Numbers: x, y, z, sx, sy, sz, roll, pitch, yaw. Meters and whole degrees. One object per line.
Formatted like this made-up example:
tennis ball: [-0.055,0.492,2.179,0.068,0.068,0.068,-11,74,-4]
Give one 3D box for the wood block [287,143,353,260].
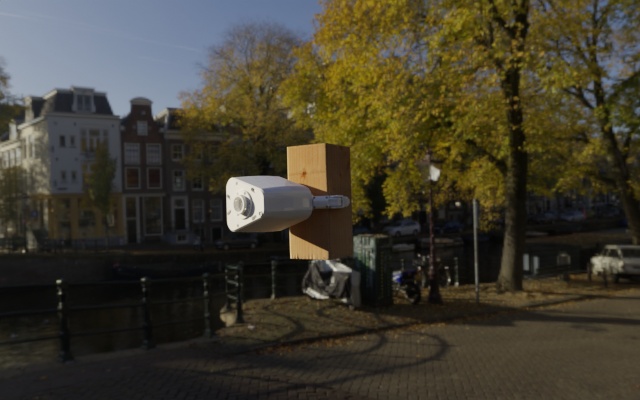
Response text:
wood block: [0.000,0.003,0.893,0.091,0.206,0.090,-2,0,32]
